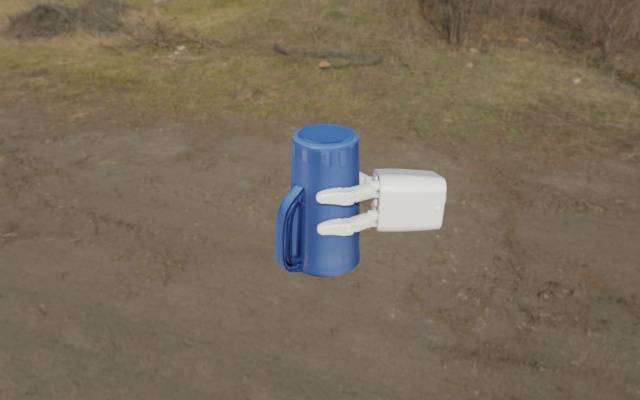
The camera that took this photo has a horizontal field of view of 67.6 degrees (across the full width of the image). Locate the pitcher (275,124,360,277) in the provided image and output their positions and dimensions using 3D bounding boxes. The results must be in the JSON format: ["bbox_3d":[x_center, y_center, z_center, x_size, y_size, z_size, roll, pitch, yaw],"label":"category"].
[{"bbox_3d":[0.000,0.003,0.811,0.145,0.243,0.149,1,28,2],"label":"pitcher"}]
